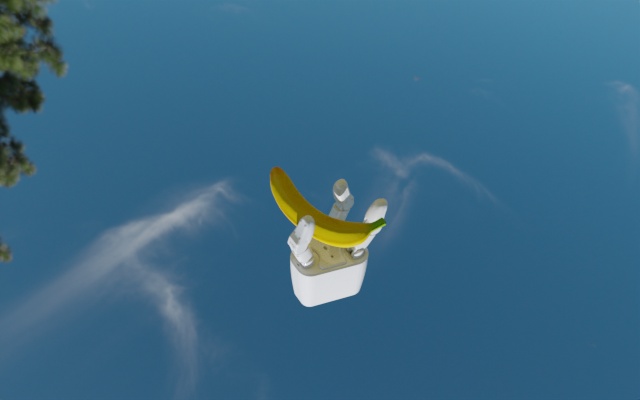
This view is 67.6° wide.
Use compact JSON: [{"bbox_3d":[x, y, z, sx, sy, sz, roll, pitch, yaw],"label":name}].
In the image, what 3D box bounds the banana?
[{"bbox_3d":[-0.008,0.017,0.684,0.197,0.069,0.037,28,-28,22],"label":"banana"}]
